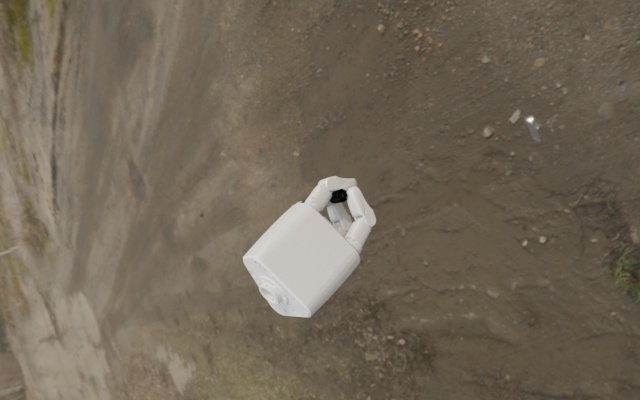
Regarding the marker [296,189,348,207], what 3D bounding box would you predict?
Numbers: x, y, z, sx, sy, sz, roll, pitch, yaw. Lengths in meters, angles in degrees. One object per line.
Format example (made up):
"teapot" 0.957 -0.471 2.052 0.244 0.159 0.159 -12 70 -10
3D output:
"marker" 0.000 0.002 0.697 0.020 0.020 0.121 0 -9 -34
